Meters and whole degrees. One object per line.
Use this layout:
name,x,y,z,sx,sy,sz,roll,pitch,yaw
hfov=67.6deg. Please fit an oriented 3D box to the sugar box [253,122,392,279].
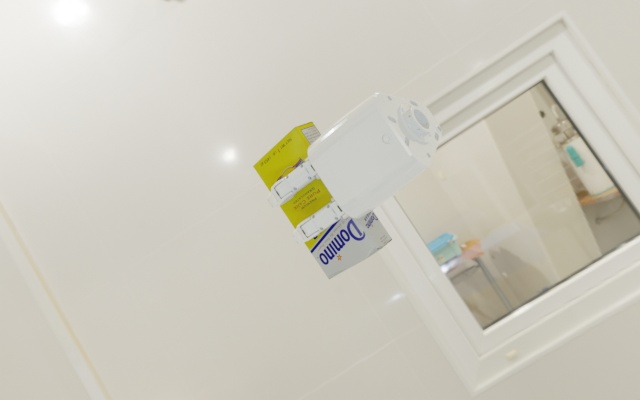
sugar box,0.000,0.002,0.593,0.093,0.176,0.048,-37,-7,37
